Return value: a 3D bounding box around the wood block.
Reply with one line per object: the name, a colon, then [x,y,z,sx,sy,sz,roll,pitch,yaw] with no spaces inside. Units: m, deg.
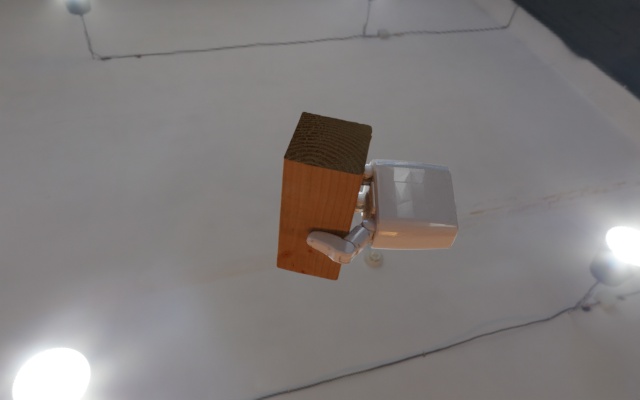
wood block: [0.000,0.002,0.615,0.090,0.090,0.206,12,-43,3]
